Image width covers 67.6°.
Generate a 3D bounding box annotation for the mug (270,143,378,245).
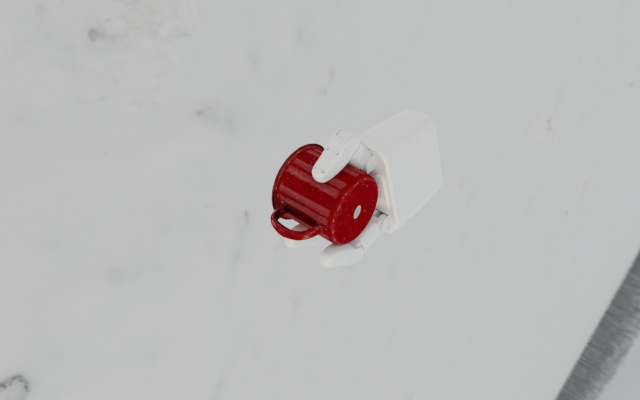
[{"bbox_3d":[-0.001,0.002,0.508,0.081,0.093,0.117,29,50,32],"label":"mug"}]
